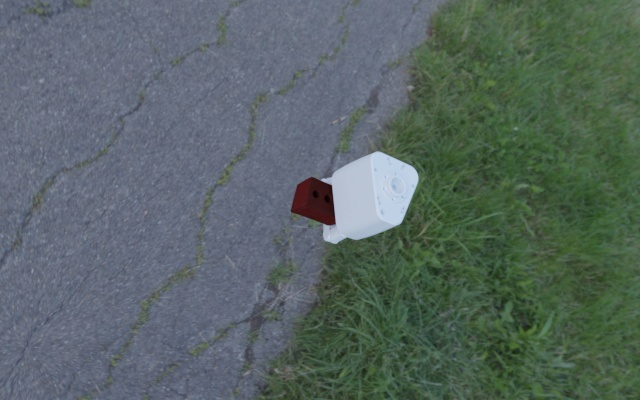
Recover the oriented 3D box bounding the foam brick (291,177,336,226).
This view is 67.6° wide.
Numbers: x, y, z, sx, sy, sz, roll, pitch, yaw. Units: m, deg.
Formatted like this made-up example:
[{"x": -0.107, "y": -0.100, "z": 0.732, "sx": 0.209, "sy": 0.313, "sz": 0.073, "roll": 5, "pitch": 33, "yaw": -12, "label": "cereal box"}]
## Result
[{"x": 0.000, "y": 0.003, "z": 0.788, "sx": 0.078, "sy": 0.053, "sz": 0.051, "roll": 21, "pitch": -23, "yaw": -25, "label": "foam brick"}]
